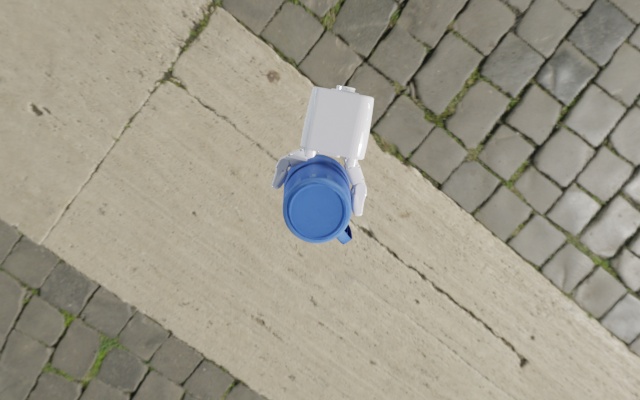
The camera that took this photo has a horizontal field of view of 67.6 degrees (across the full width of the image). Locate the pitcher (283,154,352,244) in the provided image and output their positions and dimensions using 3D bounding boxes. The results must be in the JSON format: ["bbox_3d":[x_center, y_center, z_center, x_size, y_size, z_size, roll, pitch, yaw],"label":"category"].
[{"bbox_3d":[0.000,0.003,0.854,0.149,0.145,0.242,12,11,-3],"label":"pitcher"}]
